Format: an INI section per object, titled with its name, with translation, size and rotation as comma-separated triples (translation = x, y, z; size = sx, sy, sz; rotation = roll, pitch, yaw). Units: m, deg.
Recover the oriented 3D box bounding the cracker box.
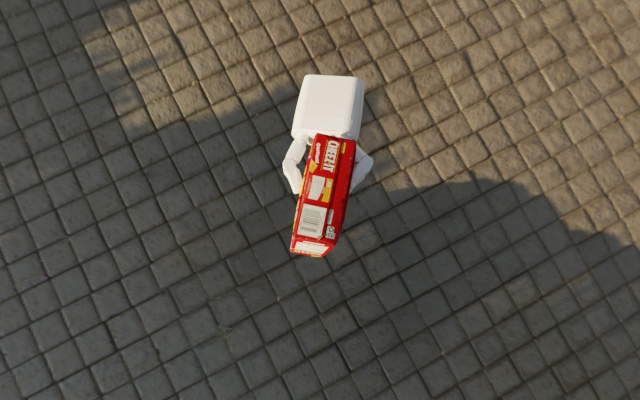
[cracker box]
translation = 0.000, 0.003, 0.791
size = 0.072, 0.164, 0.214
rotation = 12, -12, -2
